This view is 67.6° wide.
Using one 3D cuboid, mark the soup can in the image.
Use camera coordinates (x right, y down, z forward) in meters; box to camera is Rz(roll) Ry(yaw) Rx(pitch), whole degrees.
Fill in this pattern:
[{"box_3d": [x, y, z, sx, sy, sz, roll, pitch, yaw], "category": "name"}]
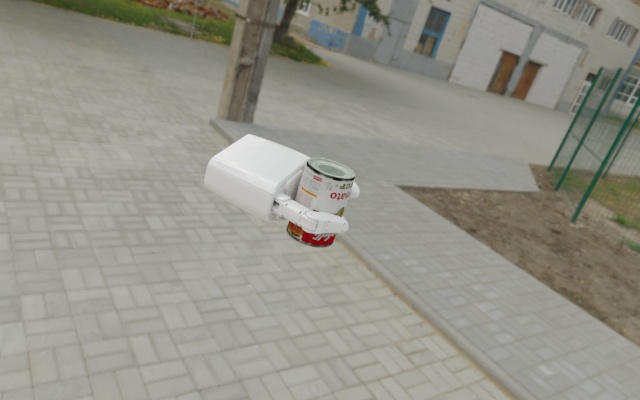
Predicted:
[{"box_3d": [0.001, 0.002, 0.635, 0.068, 0.102, 0.068, 15, 22, -6], "category": "soup can"}]
